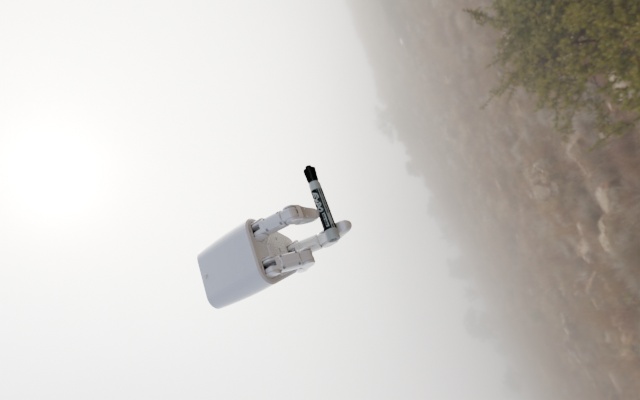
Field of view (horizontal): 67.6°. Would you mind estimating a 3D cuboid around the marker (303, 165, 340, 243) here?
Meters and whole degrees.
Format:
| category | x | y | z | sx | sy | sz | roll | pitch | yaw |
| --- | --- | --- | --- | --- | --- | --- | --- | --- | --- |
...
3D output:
| category | x | y | z | sx | sy | sz | roll | pitch | yaw |
| --- | --- | --- | --- | --- | --- | --- | --- | --- | --- |
| marker | 0.000 | 0.002 | 0.684 | 0.020 | 0.121 | 0.020 | -17 | -22 | -7 |
